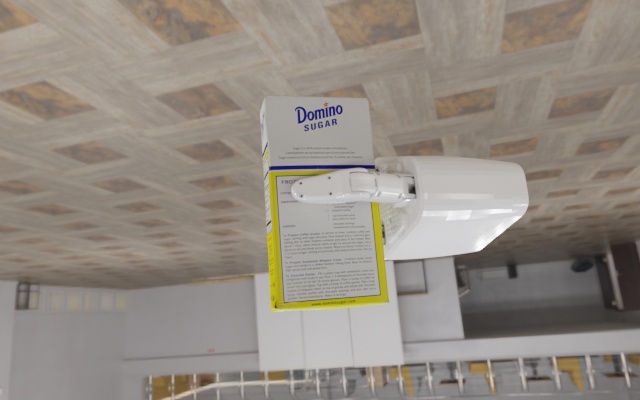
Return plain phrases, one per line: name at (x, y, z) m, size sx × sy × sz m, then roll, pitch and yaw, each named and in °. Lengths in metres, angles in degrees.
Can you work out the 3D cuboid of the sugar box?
sugar box at (0.000, 0.002, 0.403) m, size 0.093 × 0.176 × 0.048 m, roll -1°, pitch -14°, yaw -14°
